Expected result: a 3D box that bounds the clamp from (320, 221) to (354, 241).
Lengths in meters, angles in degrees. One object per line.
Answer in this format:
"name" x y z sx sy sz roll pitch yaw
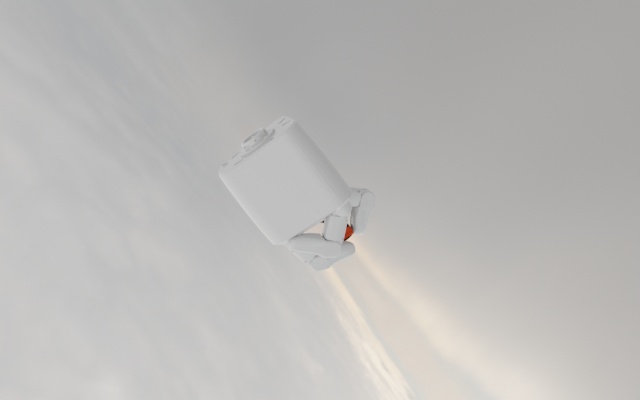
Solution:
"clamp" 0.000 0.003 0.663 0.039 0.120 0.171 -40 20 -1
